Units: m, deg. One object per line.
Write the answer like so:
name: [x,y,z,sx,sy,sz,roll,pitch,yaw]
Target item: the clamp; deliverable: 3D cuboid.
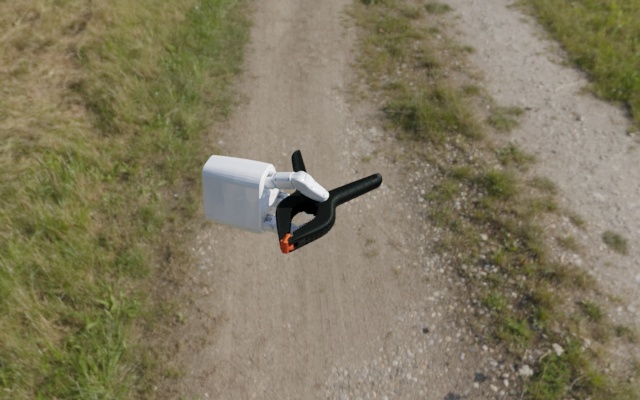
clamp: [0.000,0.002,0.756,0.164,0.036,0.209,12,47,14]
